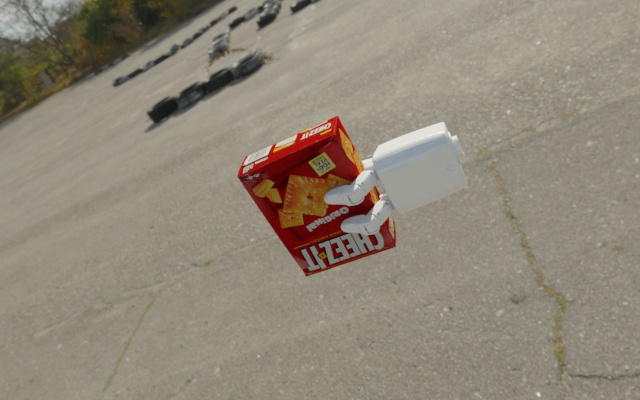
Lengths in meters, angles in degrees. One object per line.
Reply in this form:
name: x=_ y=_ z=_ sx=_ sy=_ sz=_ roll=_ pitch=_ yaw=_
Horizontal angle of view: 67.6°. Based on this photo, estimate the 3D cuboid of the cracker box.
cracker box: x=0.000 y=0.002 z=0.729 sx=0.164 sy=0.214 sz=0.072 roll=-21 pitch=28 yaw=19
